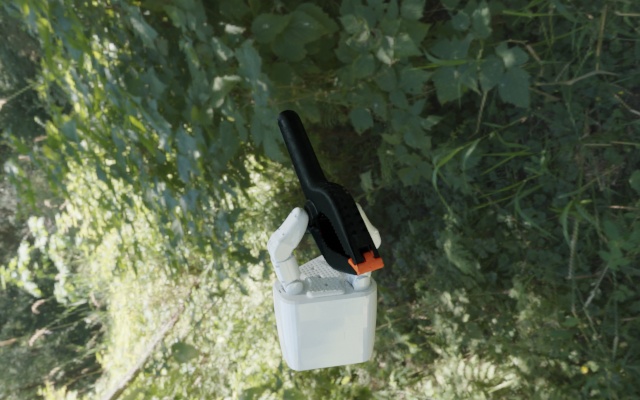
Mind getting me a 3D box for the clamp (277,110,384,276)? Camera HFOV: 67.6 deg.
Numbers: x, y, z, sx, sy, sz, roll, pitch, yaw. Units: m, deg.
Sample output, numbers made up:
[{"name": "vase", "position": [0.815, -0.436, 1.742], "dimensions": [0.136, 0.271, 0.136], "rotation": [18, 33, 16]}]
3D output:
[{"name": "clamp", "position": [0.000, 0.002, 0.508], "dimensions": [0.036, 0.165, 0.210], "rotation": [-16, 29, -20]}]
